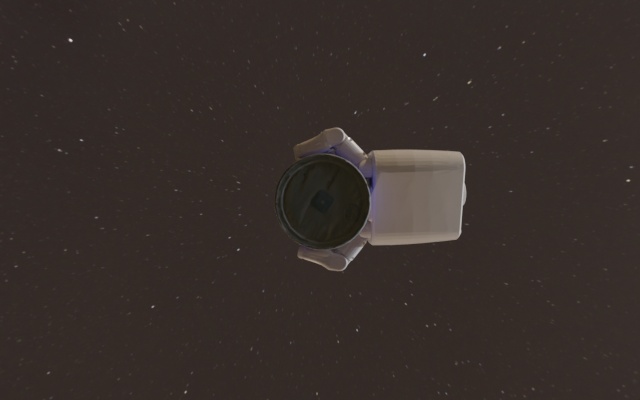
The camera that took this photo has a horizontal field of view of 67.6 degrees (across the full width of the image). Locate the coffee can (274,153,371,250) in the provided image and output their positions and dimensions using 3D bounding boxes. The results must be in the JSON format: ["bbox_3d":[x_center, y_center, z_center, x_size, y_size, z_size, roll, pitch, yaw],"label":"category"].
[{"bbox_3d":[0.000,0.002,0.574,0.103,0.103,0.140,0,0,-2],"label":"coffee can"}]
